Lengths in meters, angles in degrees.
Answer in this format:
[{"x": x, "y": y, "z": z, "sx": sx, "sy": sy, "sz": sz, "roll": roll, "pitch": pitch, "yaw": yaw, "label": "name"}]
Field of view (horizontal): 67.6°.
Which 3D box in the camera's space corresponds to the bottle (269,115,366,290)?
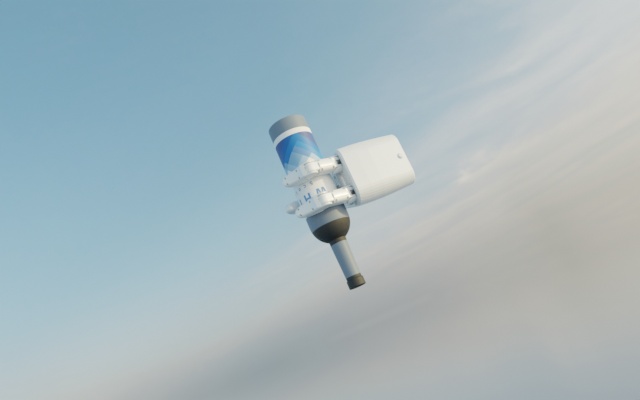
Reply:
[{"x": 0.000, "y": 0.002, "z": 0.771, "sx": 0.069, "sy": 0.295, "sz": 0.069, "roll": -22, "pitch": -15, "yaw": -6, "label": "bottle"}]
